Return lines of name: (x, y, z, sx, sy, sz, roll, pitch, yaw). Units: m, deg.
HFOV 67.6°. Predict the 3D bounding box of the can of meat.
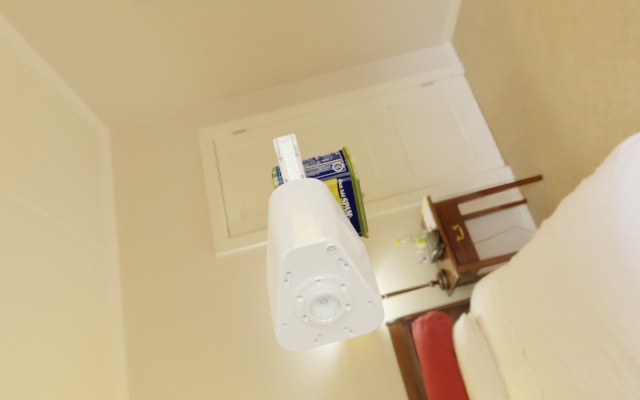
can of meat: (0.000, 0.002, 0.507, 0.084, 0.102, 0.057, -15, 33, -1)
